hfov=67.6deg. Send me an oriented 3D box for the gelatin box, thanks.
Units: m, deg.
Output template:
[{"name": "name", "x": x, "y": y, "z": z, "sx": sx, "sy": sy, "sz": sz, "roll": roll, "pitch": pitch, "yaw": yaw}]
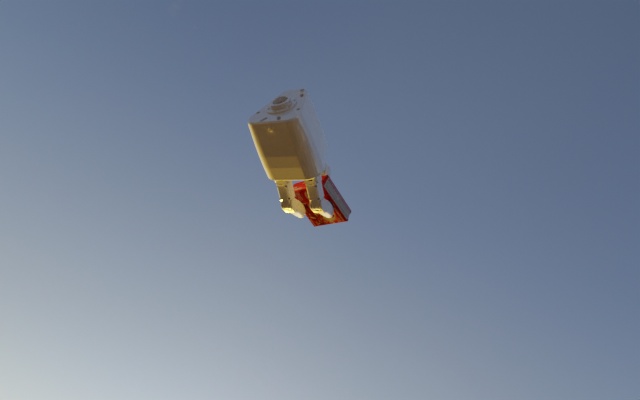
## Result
[{"name": "gelatin box", "x": 0.000, "y": 0.003, "z": 0.828, "sx": 0.073, "sy": 0.089, "sz": 0.030, "roll": -11, "pitch": 37, "yaw": 35}]
